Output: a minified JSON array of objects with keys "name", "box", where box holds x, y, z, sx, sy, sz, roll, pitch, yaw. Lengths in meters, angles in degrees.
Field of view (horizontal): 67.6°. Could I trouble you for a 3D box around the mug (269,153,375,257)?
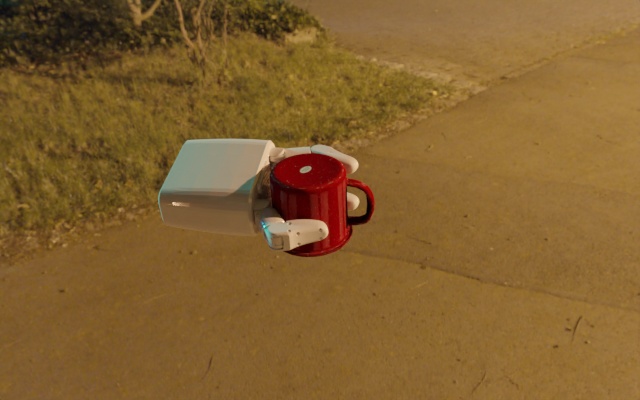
[{"name":"mug","box":[0.001,0.002,0.518,0.117,0.082,0.093,2,34,8]}]
